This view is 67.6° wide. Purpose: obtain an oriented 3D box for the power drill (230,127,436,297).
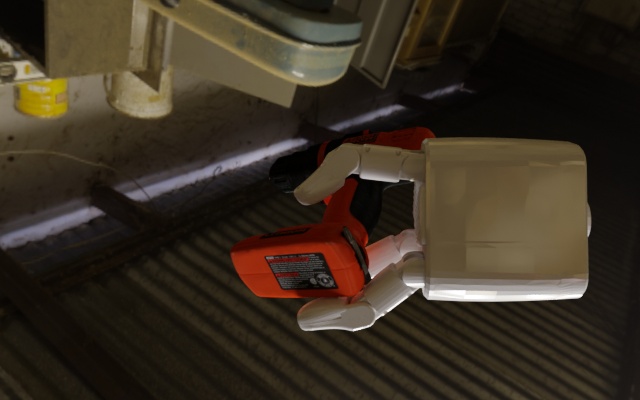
[{"bbox_3d":[0.000,0.002,0.424,0.184,0.057,0.187,-9,32,32],"label":"power drill"}]
